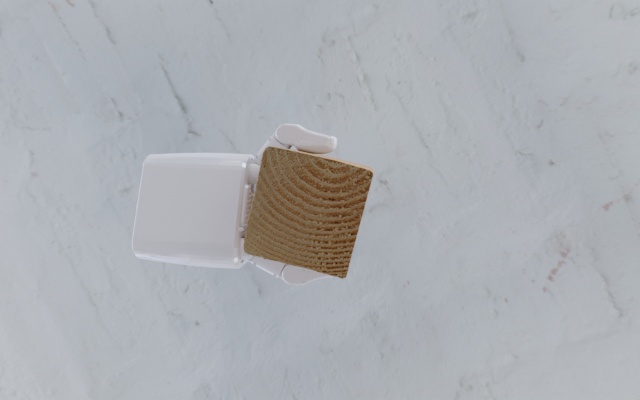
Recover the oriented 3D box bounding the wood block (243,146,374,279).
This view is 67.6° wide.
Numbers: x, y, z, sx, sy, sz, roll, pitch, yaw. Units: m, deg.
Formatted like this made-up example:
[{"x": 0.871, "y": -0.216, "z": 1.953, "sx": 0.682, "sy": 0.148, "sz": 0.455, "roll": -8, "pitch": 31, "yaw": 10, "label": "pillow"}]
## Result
[{"x": 0.000, "y": 0.001, "z": 0.476, "sx": 0.090, "sy": 0.091, "sz": 0.206, "roll": 14, "pitch": 6, "yaw": 5, "label": "wood block"}]
